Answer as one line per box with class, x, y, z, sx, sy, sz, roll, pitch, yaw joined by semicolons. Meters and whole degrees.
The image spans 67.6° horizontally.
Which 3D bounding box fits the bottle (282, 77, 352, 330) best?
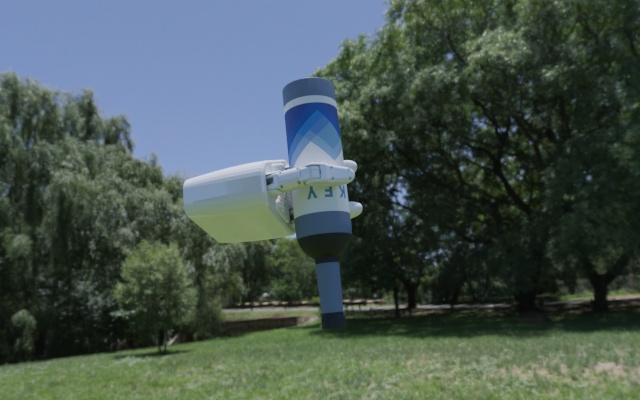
bottle;0.000;0.002;0.572;0.069;0.295;0.069;-6;-13;-1
